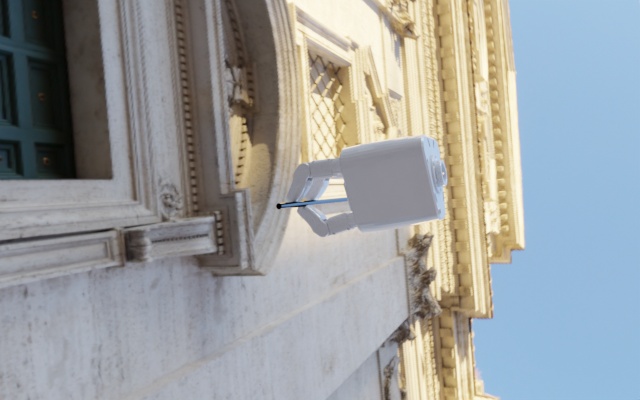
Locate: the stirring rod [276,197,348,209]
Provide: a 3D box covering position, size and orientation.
[{"bbox_3d":[0.000,0.002,0.701,0.011,0.011,0.239,0,2,26],"label":"stirring rod"}]
